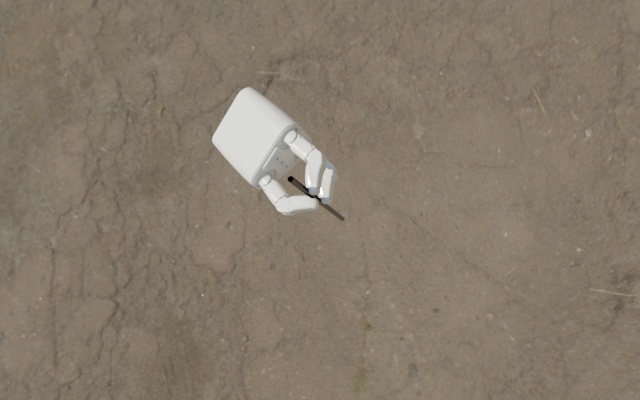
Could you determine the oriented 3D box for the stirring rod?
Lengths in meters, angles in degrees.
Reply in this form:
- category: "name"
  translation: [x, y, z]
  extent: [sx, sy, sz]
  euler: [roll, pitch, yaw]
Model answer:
- category: "stirring rod"
  translation: [0.000, 0.002, 0.698]
  extent: [0.011, 0.011, 0.239]
  euler: [0, -14, 18]
